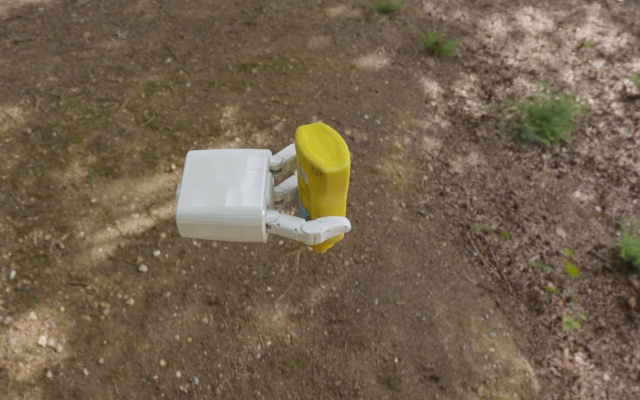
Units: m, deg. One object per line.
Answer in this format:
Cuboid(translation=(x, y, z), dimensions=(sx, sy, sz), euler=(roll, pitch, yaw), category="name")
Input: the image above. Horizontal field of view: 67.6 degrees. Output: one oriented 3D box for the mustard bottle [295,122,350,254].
Cuboid(translation=(0.000, 0.002, 0.621), dimensions=(0.058, 0.192, 0.096), euler=(-16, 47, -17), category="mustard bottle")
